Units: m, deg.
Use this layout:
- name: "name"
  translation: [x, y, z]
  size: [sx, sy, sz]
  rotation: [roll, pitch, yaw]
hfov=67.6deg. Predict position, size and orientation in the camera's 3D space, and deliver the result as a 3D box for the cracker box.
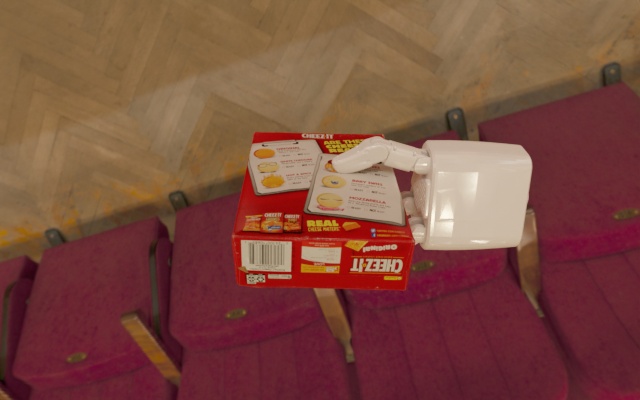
- name: "cracker box"
  translation: [0.000, 0.002, 0.520]
  size: [0.164, 0.072, 0.213]
  rotation: [1, 33, -3]
